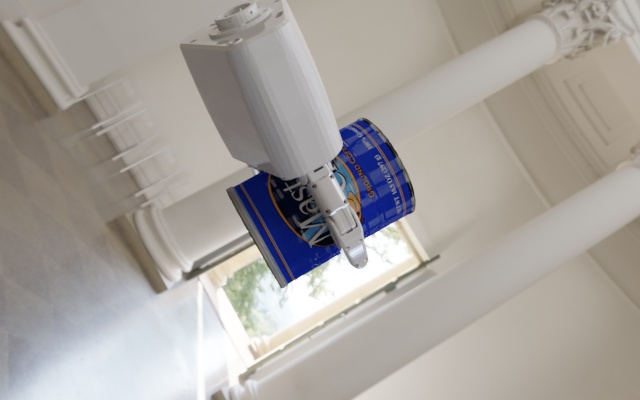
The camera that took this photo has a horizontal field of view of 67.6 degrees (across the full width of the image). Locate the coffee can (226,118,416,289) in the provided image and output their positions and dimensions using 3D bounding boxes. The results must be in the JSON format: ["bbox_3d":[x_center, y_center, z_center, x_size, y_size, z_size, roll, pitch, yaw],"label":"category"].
[{"bbox_3d":[0.000,0.002,0.440,0.140,0.103,0.103,-29,5,-8],"label":"coffee can"}]
